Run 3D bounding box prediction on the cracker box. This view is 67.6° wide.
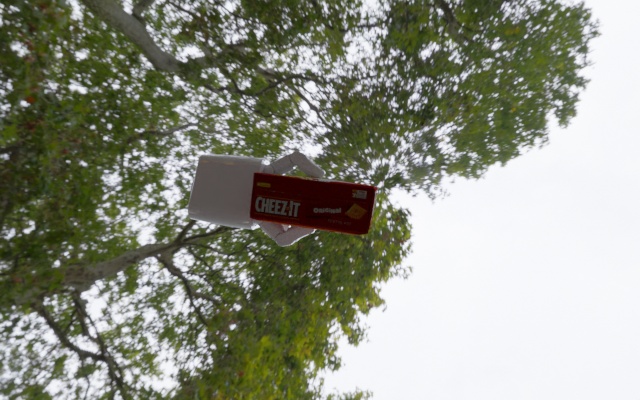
[{"bbox_3d":[0.000,0.002,0.728,0.164,0.072,0.213,7,3,7],"label":"cracker box"}]
